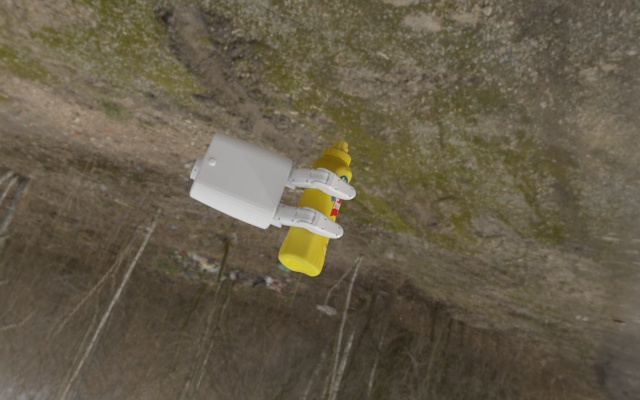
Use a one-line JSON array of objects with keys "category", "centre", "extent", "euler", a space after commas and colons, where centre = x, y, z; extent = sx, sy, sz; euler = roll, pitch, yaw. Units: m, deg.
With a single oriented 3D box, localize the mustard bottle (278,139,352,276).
[{"category": "mustard bottle", "centre": [0.000, 0.002, 0.656], "extent": [0.058, 0.191, 0.096], "euler": [15, -18, 12]}]
